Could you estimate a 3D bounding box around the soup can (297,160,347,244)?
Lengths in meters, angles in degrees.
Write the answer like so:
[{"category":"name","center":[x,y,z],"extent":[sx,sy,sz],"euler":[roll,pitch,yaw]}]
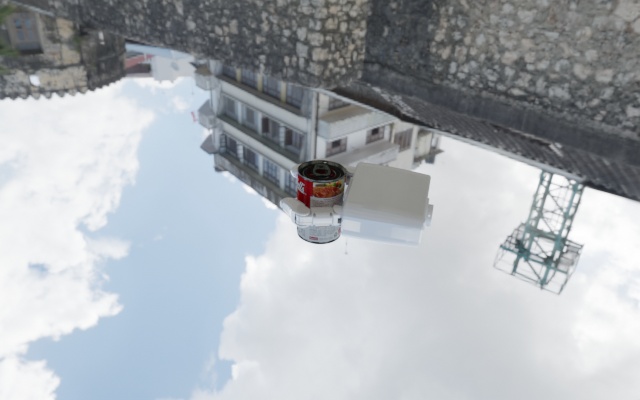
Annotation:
[{"category":"soup can","center":[0.000,0.002,0.679],"extent":[0.068,0.102,0.068],"euler":[2,29,-1]}]
